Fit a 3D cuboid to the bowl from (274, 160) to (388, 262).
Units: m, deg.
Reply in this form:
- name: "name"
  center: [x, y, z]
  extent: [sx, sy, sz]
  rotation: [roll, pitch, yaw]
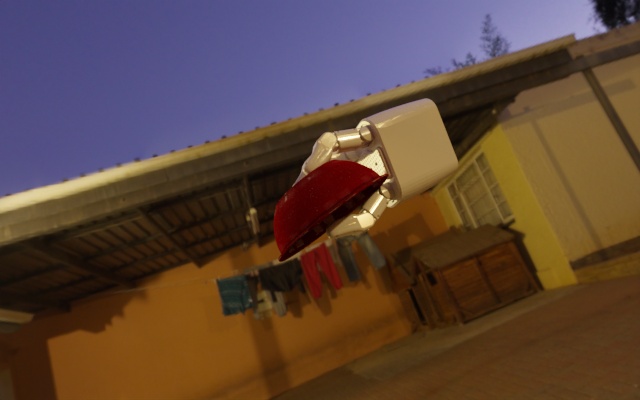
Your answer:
- name: "bowl"
  center: [-0.001, 0.002, 0.559]
  extent: [0.162, 0.055, 0.162]
  rotation: [-38, -7, -6]
